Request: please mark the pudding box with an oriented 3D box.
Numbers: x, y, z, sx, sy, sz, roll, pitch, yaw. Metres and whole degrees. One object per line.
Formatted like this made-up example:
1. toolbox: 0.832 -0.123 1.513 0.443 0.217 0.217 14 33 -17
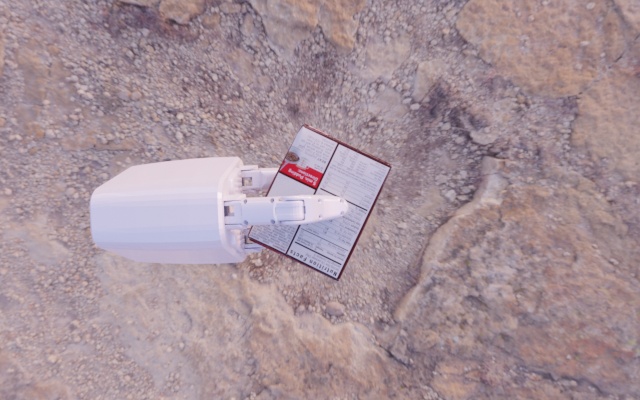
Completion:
1. pudding box: 0.000 0.001 0.419 0.090 0.113 0.039 26 3 2
